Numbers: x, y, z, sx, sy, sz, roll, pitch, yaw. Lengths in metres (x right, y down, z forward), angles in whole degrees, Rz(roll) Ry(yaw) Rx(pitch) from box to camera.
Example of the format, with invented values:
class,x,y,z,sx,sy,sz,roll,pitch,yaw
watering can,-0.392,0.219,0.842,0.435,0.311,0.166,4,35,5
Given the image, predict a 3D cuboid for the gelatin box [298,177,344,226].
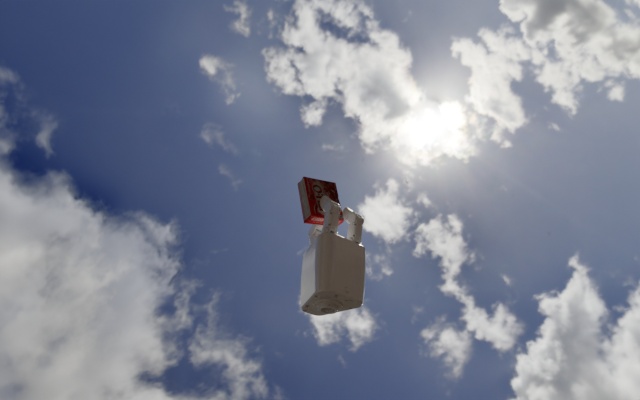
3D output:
class,x,y,z,sx,sy,sz,roll,pitch,yaw
gelatin box,0.000,0.003,0.898,0.073,0.089,0.030,9,-36,-31
